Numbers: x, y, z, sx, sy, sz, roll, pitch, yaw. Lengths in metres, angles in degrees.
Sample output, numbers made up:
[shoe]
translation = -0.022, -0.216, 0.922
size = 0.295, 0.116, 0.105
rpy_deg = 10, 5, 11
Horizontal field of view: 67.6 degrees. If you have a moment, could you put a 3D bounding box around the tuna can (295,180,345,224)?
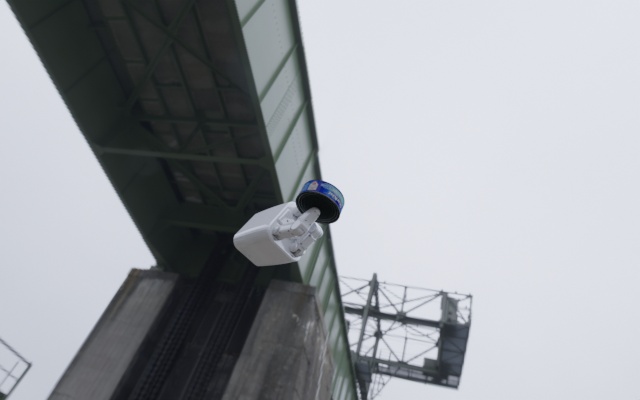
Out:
[tuna can]
translation = 0.000, 0.002, 0.869
size = 0.086, 0.033, 0.086
rpy_deg = 15, -39, 13
